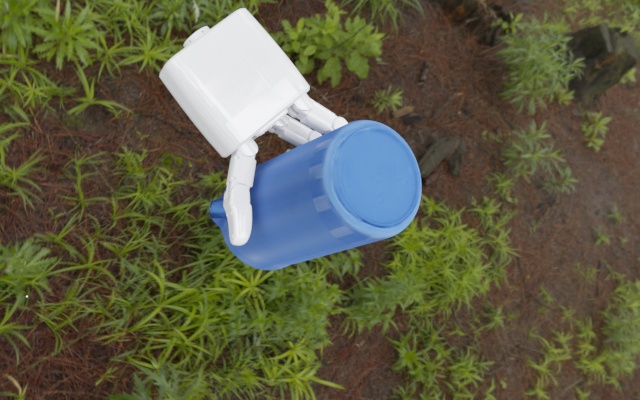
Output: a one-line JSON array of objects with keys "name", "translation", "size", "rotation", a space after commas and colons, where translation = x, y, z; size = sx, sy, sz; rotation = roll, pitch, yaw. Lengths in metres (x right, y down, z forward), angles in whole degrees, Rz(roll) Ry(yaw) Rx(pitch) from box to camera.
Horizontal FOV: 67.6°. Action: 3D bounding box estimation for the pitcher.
[{"name": "pitcher", "translation": [0.000, 0.002, 0.520], "size": [0.149, 0.145, 0.243], "rotation": [-43, 13, -30]}]
